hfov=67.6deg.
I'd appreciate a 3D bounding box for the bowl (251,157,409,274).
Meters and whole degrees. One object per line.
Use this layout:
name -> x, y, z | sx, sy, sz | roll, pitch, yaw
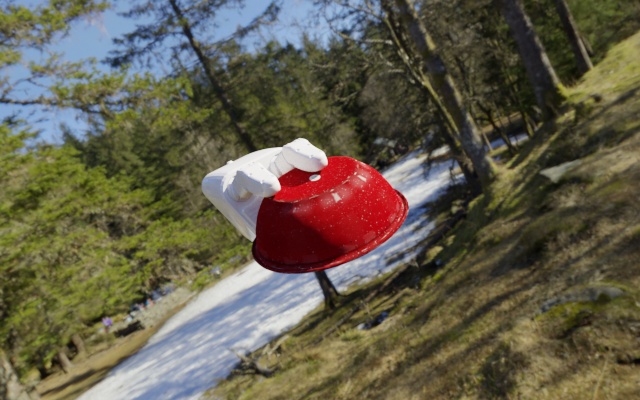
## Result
bowl -> 0.001, 0.001, 0.463 | 0.162, 0.055, 0.162 | -16, 24, 7
